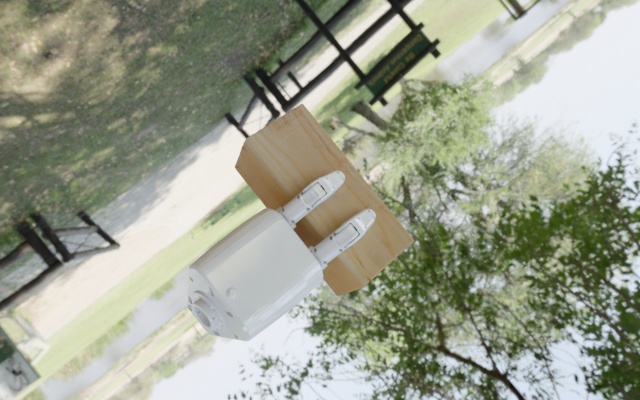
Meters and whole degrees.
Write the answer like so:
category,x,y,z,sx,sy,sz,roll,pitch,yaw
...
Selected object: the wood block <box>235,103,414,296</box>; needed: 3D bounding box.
category,x,y,z,sx,sy,sz,roll,pitch,yaw
wood block,0.000,0.002,0.573,0.090,0.206,0.091,-37,-3,-25
